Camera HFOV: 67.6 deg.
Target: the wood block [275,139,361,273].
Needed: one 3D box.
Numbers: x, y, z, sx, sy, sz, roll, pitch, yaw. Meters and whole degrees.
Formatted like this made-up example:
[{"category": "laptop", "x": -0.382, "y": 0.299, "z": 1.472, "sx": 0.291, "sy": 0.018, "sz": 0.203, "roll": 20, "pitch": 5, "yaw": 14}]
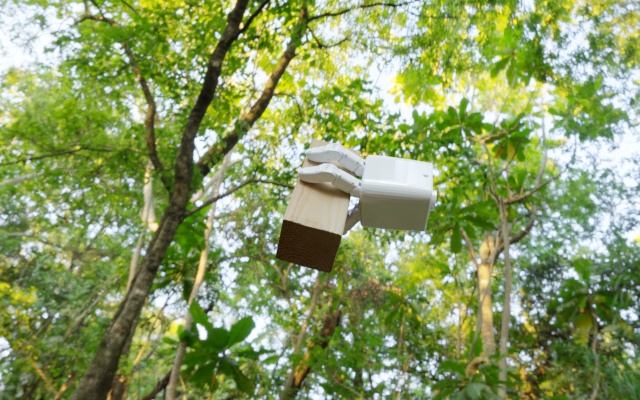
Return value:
[{"category": "wood block", "x": 0.000, "y": 0.003, "z": 0.772, "sx": 0.090, "sy": 0.091, "sz": 0.206, "roll": 15, "pitch": 42, "yaw": 1}]
